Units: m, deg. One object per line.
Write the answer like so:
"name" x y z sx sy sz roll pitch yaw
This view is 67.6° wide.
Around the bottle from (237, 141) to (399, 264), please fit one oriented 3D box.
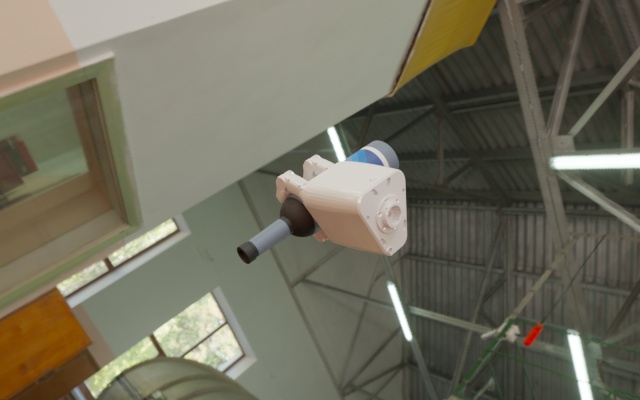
"bottle" 0.000 0.002 0.711 0.295 0.069 0.069 -35 20 -31
